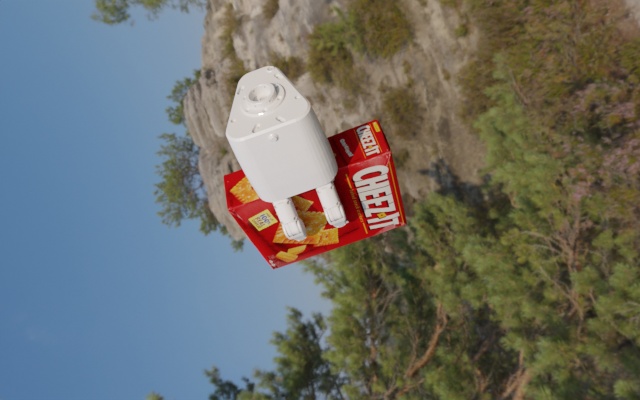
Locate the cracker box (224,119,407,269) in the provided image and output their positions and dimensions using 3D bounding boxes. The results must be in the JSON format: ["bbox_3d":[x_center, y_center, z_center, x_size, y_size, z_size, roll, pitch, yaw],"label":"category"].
[{"bbox_3d":[0.000,0.002,0.653,0.214,0.072,0.164,-19,-39,4],"label":"cracker box"}]
